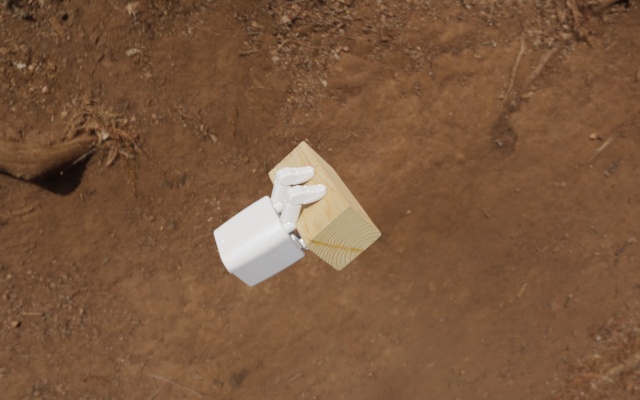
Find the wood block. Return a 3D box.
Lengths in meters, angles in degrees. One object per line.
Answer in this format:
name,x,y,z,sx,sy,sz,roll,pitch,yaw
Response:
wood block,0.000,0.003,0.779,0.091,0.090,0.206,41,11,-39
